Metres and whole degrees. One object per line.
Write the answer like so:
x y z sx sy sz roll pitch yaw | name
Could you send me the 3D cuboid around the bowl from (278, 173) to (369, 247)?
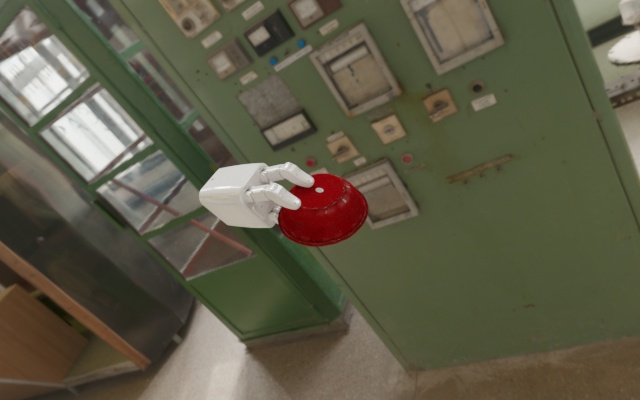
0.001 0.002 0.824 0.162 0.055 0.162 -6 42 6 | bowl
